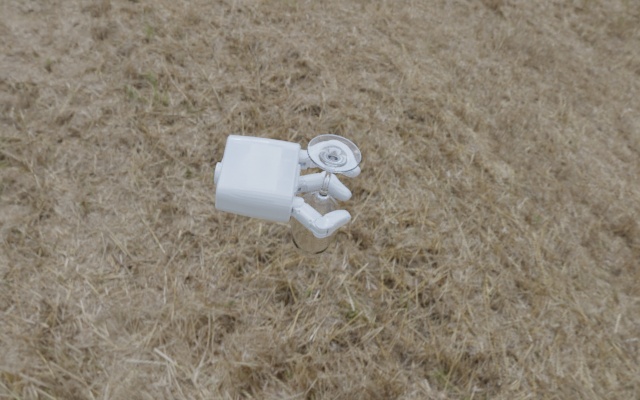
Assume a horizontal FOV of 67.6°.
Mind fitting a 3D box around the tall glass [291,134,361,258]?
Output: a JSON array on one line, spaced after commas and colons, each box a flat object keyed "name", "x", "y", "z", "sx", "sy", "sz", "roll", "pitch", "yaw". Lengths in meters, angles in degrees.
[{"name": "tall glass", "x": 0.000, "y": 0.002, "z": 0.709, "sx": 0.079, "sy": 0.079, "sz": 0.201, "roll": 0, "pitch": -42, "yaw": -14}]
